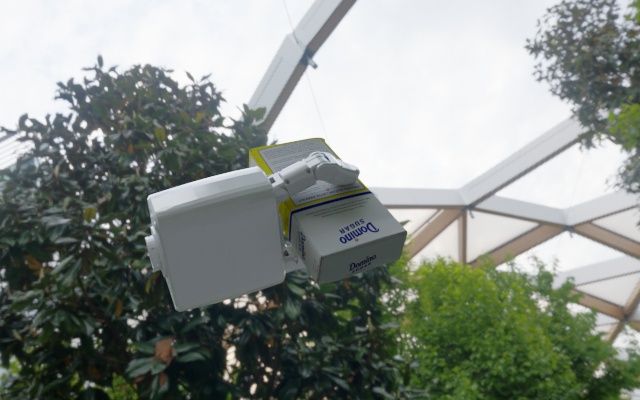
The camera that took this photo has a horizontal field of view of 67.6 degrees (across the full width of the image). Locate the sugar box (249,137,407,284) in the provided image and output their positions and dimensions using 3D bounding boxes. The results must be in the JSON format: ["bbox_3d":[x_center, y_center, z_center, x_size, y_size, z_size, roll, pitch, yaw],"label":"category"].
[{"bbox_3d":[0.000,0.002,0.490,0.093,0.048,0.176,-14,46,-23],"label":"sugar box"}]
